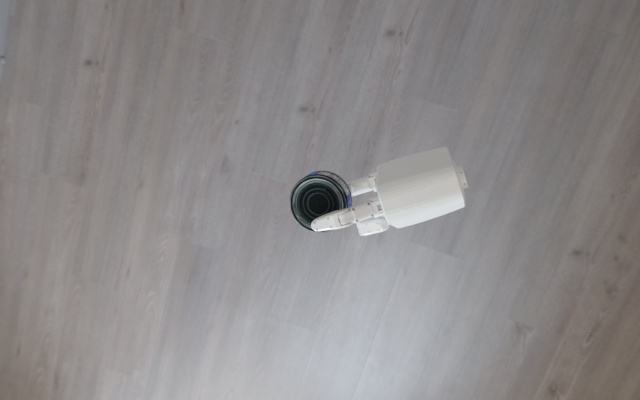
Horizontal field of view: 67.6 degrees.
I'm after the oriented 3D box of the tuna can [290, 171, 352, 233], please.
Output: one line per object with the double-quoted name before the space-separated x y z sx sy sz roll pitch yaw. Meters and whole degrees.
"tuna can" 0.000 0.002 0.679 0.086 0.086 0.033 0 13 15
